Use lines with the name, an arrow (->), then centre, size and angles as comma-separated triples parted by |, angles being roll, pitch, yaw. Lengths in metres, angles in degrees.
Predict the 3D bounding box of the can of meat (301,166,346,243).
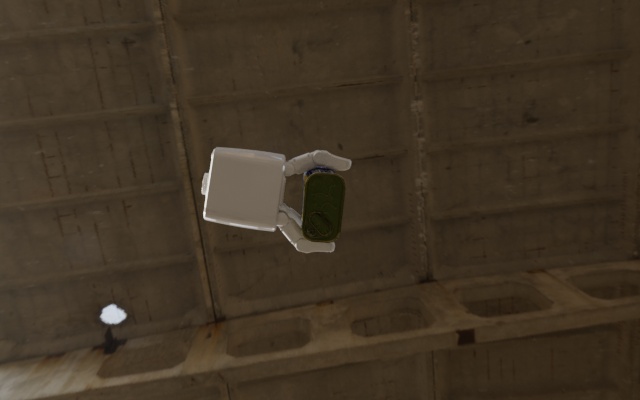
can of meat -> 0.000, 0.002, 0.714 | 0.057, 0.102, 0.084 | 4, 12, -7
